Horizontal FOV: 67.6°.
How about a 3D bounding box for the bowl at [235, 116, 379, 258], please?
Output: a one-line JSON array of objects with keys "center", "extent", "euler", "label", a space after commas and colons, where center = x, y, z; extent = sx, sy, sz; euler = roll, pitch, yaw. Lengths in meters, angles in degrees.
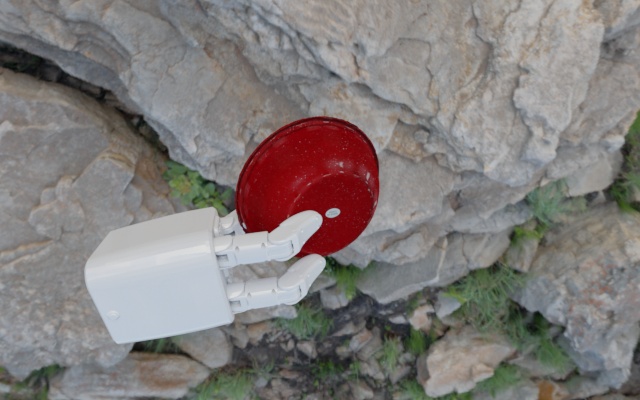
[{"center": [0.001, 0.001, 0.476], "extent": [0.162, 0.162, 0.055], "euler": [0, 29, -27], "label": "bowl"}]
